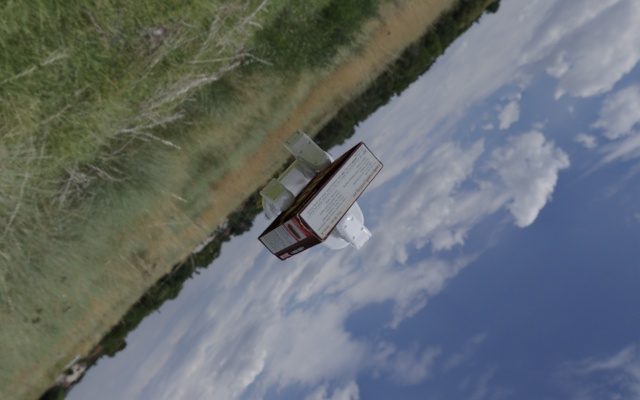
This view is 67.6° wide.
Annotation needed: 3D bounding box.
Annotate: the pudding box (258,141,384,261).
[{"bbox_3d":[0.000,0.002,0.466,0.113,0.039,0.090,-51,10,-32],"label":"pudding box"}]
